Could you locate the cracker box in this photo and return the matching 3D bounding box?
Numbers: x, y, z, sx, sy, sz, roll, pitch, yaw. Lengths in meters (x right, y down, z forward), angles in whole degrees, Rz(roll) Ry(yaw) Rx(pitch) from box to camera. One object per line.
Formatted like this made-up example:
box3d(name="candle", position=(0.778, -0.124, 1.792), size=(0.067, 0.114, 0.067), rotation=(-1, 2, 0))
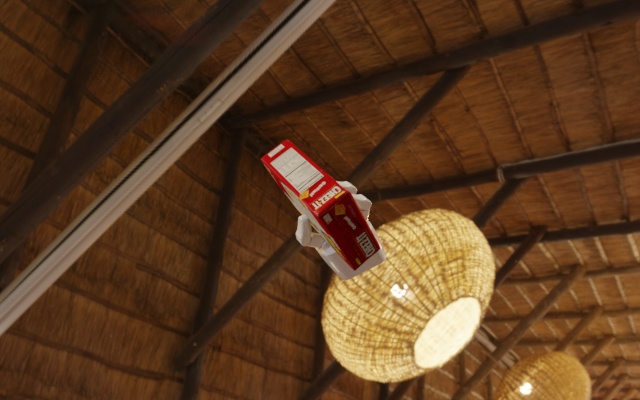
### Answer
box3d(name="cracker box", position=(0.000, 0.003, 0.852), size=(0.213, 0.072, 0.164), rotation=(43, -10, 47))
